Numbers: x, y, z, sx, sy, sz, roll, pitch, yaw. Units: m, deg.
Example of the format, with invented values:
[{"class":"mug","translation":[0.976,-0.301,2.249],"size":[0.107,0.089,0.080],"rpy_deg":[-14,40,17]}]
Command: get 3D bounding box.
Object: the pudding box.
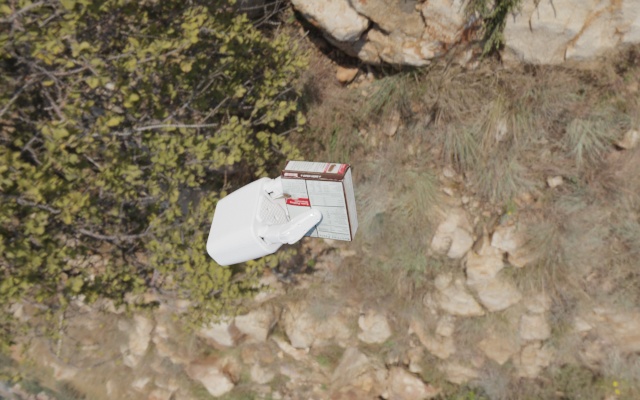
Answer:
[{"class":"pudding box","translation":[0.000,0.002,0.647],"size":[0.090,0.114,0.039],"rpy_deg":[4,44,17]}]
